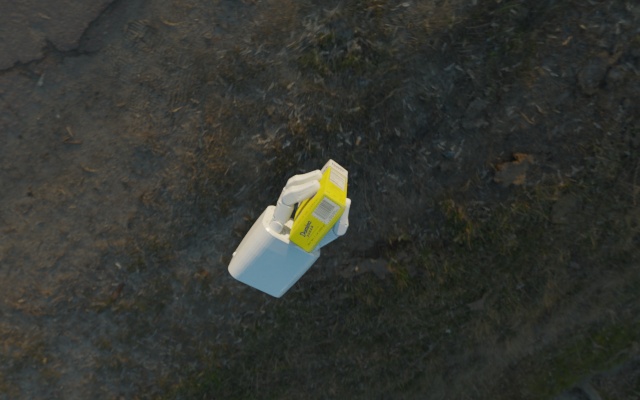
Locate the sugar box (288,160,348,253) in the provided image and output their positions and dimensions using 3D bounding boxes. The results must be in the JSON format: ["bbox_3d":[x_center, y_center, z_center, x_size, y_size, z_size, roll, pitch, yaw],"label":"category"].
[{"bbox_3d":[0.000,0.002,0.759,0.048,0.093,0.176,35,18,-12],"label":"sugar box"}]
